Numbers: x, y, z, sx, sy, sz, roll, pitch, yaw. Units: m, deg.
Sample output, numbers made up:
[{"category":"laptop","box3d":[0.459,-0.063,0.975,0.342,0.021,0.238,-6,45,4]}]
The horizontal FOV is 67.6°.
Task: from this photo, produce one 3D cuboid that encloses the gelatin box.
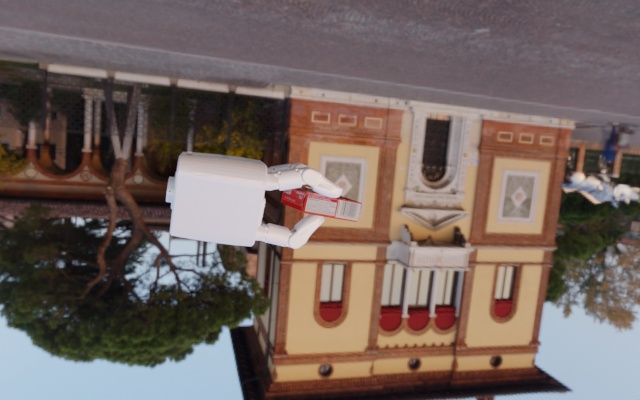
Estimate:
[{"category":"gelatin box","box3d":[0.000,0.003,0.656,0.089,0.030,0.073,11,5,-28]}]
